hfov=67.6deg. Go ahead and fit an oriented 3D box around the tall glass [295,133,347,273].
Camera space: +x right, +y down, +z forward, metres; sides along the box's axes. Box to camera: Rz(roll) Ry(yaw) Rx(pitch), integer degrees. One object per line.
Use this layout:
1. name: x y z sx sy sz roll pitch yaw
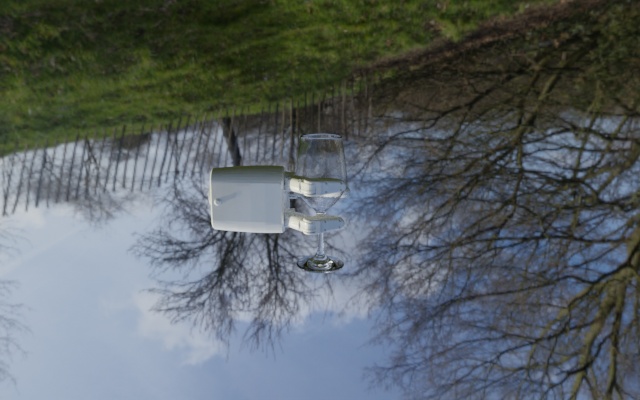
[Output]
1. tall glass: 0.000 0.003 0.719 0.079 0.201 0.079 1 14 0
